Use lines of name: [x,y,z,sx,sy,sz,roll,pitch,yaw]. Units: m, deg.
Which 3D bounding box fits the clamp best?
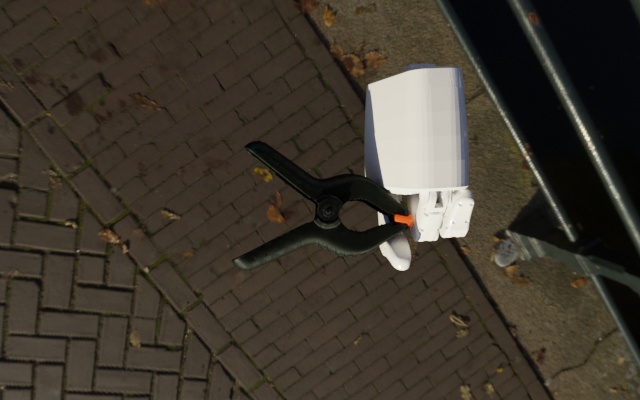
clamp: [0.000,0.002,0.452,0.171,0.120,0.039,-3,3,-8]
